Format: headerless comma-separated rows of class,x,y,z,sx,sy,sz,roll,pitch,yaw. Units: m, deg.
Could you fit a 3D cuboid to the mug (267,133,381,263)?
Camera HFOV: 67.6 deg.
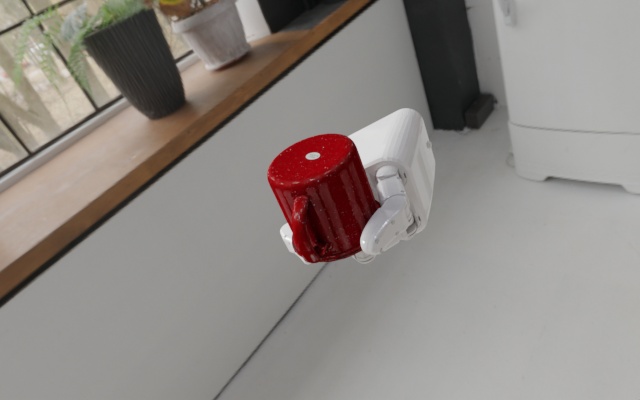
mug,0.000,0.002,0.416,0.093,0.081,0.117,-5,36,26
